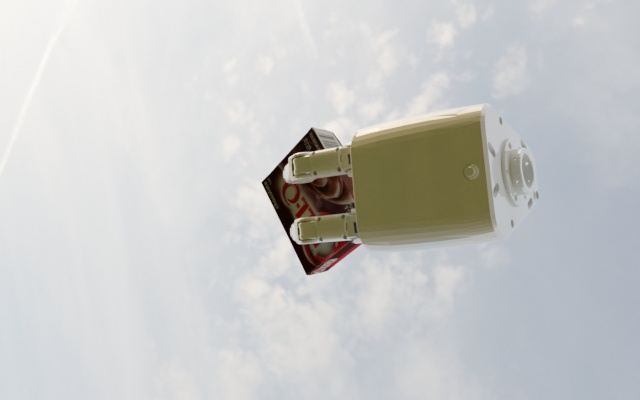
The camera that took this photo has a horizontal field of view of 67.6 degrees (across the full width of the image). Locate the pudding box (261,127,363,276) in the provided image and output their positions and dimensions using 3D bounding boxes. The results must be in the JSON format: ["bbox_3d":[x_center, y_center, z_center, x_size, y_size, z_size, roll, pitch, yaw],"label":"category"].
[{"bbox_3d":[0.000,0.001,0.459,0.039,0.113,0.090,0,-34,-48],"label":"pudding box"}]
